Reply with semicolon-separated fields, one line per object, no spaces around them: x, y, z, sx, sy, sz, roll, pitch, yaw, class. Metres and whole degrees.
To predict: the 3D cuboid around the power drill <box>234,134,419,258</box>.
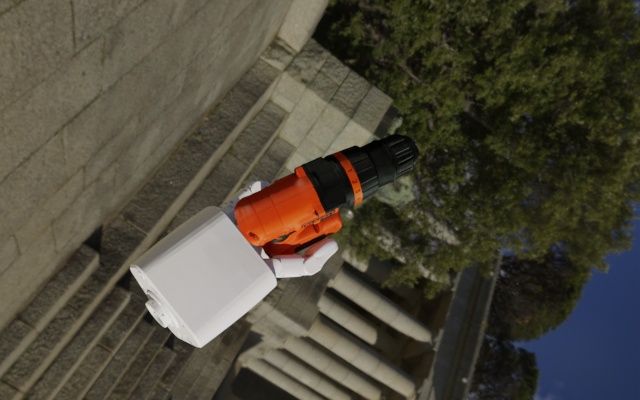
0.000;0.002;0.504;0.184;0.057;0.188;-23;-11;-13;power drill
